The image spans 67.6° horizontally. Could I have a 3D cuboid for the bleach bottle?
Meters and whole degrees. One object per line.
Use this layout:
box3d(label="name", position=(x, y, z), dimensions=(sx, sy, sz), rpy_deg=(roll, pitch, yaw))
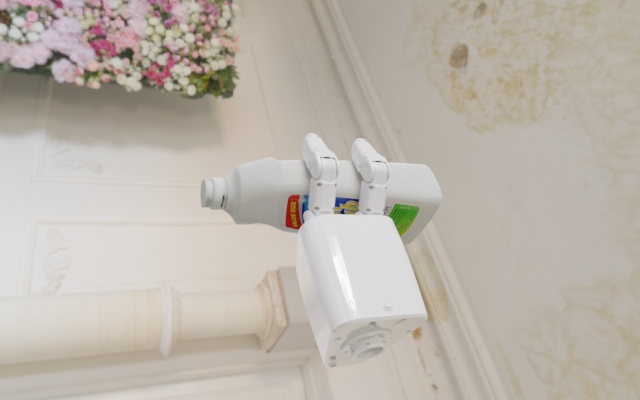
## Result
box3d(label="bleach bottle", position=(0.000, 0.002, 0.508), dimensions=(0.251, 0.068, 0.103), rpy_deg=(1, -39, -25))
